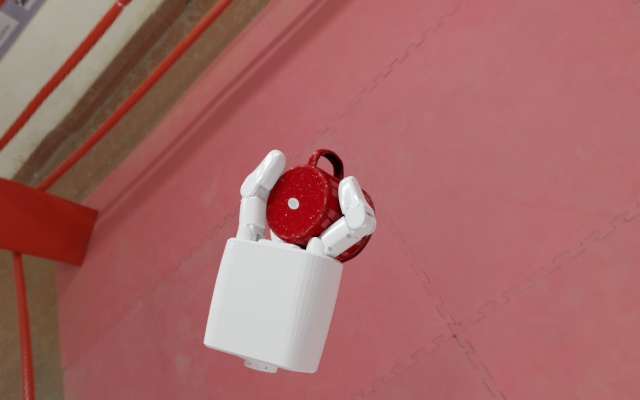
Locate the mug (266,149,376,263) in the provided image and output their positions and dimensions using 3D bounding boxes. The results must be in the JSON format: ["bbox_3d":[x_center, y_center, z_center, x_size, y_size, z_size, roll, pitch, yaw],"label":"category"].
[{"bbox_3d":[0.000,0.000,0.503,0.093,0.117,0.081,1,-17,37],"label":"mug"}]
